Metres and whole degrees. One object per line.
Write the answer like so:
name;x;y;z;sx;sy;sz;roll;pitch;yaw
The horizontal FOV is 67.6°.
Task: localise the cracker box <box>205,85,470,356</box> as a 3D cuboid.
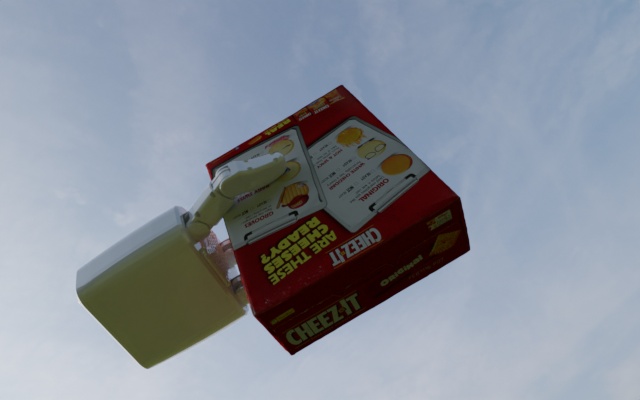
cracker box;0.000;0.001;0.422;0.164;0.072;0.213;-30;41;-2
